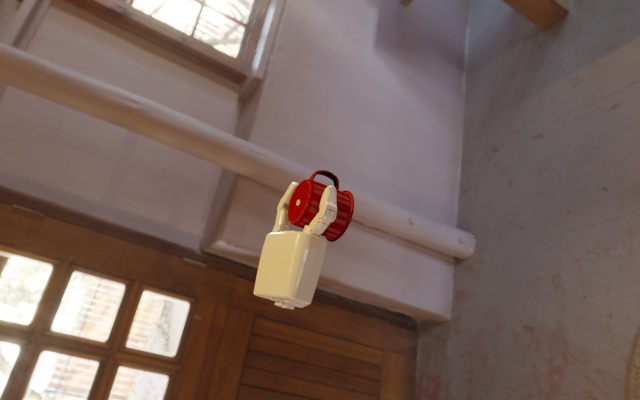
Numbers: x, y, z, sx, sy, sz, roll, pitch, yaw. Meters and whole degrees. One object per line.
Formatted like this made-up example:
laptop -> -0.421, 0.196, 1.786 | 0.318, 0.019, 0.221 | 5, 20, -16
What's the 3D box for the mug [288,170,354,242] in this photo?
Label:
mug -> 0.000, 0.001, 0.807 | 0.081, 0.117, 0.093 | 21, -21, -24
